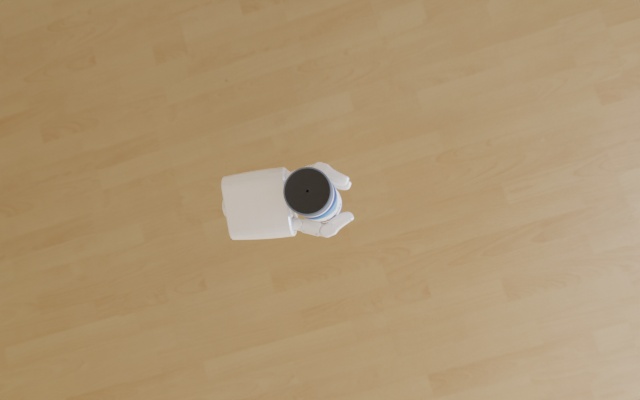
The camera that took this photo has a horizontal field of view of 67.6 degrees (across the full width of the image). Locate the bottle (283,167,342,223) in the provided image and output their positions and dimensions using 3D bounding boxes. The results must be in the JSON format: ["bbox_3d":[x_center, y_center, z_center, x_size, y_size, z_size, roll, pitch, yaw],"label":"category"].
[{"bbox_3d":[0.000,0.003,0.787,0.069,0.069,0.296,0,-6,7],"label":"bottle"}]
